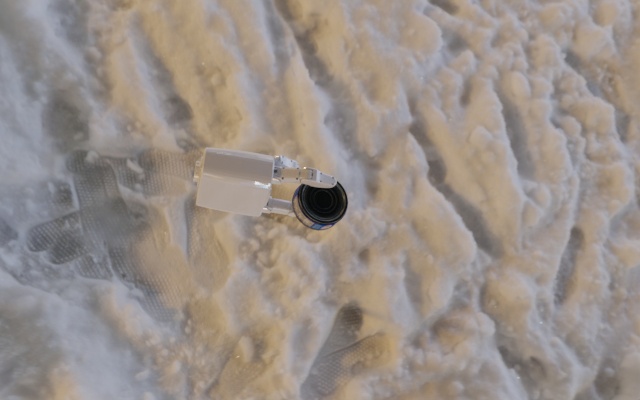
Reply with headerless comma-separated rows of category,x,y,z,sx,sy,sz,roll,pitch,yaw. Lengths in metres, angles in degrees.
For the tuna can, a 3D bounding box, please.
tuna can,0.000,0.002,0.762,0.086,0.086,0.034,0,-19,-21
